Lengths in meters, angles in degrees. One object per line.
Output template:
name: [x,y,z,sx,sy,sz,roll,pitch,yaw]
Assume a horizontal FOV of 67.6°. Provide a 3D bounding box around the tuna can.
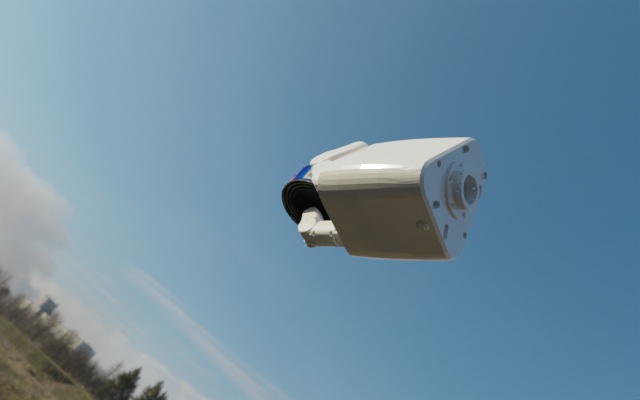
tuna can: [0.000,0.001,0.545,0.086,0.086,0.033,0,38,40]
